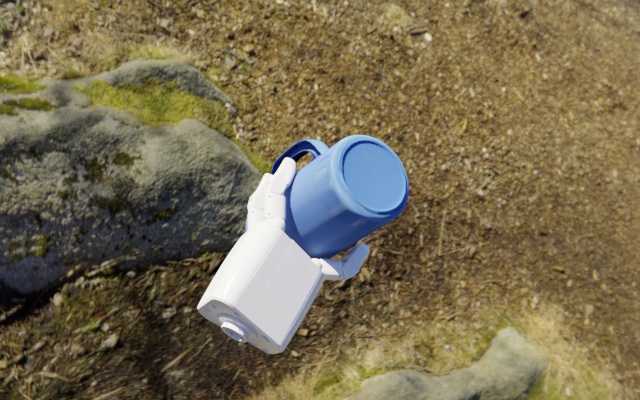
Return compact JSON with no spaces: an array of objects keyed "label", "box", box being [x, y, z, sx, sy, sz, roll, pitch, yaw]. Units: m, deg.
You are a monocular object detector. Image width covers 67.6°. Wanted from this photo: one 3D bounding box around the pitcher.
[{"label":"pitcher","box":[0.000,0.002,0.631,0.149,0.145,0.243,39,-34,-10]}]
